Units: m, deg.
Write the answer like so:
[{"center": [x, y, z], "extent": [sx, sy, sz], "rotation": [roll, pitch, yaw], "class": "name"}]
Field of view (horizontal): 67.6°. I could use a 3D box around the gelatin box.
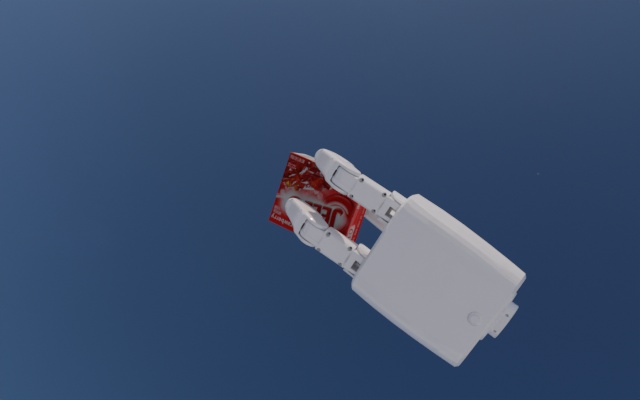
[{"center": [0.000, 0.001, 0.461], "extent": [0.089, 0.073, 0.030], "rotation": [24, 11, 29], "class": "gelatin box"}]
